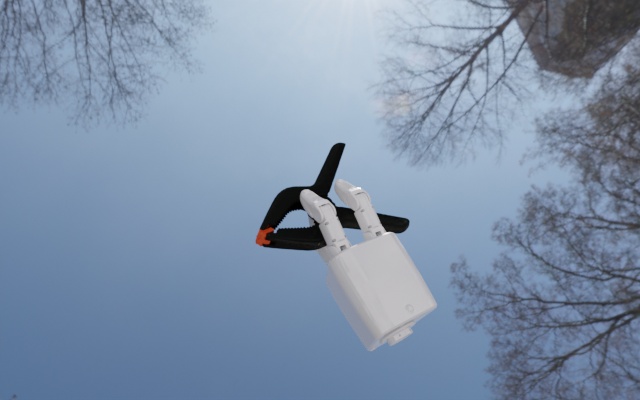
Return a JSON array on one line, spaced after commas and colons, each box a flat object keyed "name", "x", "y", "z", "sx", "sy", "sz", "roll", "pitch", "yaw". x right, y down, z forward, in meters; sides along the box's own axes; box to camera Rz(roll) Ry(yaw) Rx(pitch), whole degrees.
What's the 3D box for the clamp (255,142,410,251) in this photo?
[{"name": "clamp", "x": 0.000, "y": 0.003, "z": 0.644, "sx": 0.210, "sy": 0.164, "sz": 0.036, "roll": -18, "pitch": -27, "yaw": -29}]
